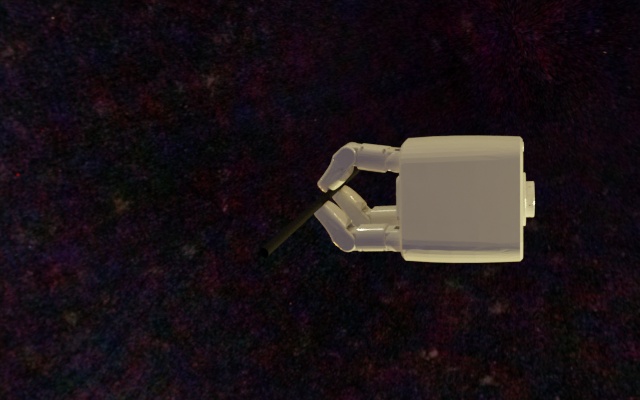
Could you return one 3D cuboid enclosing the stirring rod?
[{"bbox_3d":[0.000,0.001,0.466,0.011,0.011,0.239,0,18,22],"label":"stirring rod"}]
